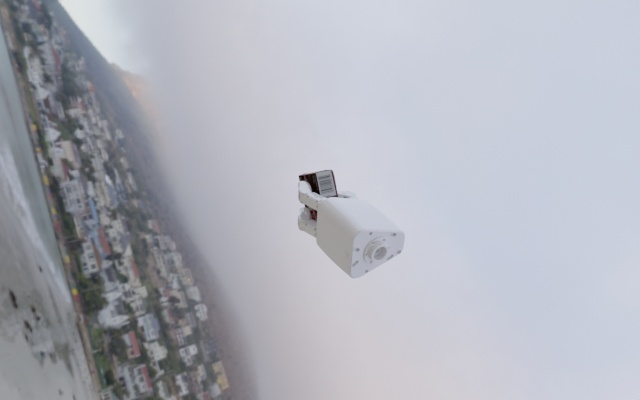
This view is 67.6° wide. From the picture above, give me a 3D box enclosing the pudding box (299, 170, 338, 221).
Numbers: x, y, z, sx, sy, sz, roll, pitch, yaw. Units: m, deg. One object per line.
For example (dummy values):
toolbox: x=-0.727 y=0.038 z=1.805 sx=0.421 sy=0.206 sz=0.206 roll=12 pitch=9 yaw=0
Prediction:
pudding box: x=0.000 y=0.003 z=0.873 sx=0.039 sy=0.113 sz=0.090 roll=-11 pitch=4 yaw=-23
